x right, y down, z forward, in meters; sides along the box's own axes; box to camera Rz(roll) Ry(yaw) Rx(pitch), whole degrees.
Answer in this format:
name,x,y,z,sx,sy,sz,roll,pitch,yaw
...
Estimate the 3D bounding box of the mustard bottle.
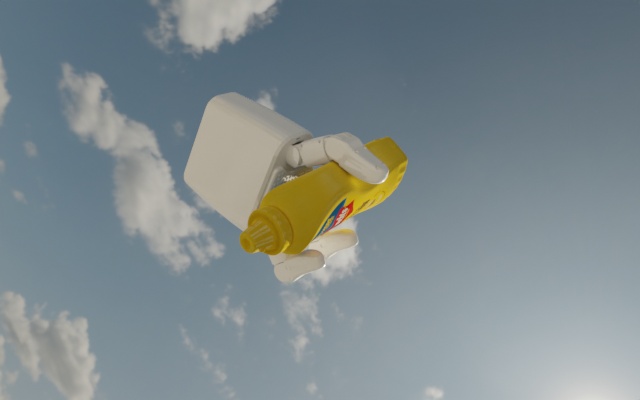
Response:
name,x,y,z,sx,sy,sz,roll,pitch,yaw
mustard bottle,0.000,0.002,0.443,0.191,0.058,0.096,-28,-13,-46
